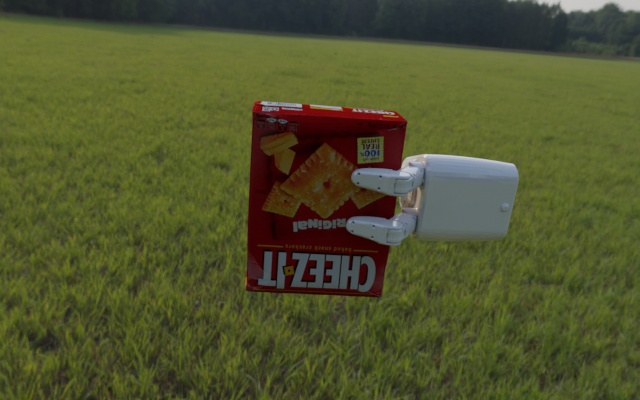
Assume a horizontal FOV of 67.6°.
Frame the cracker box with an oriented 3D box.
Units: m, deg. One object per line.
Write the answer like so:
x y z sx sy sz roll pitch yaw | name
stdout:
0.000 0.002 0.547 0.164 0.214 0.072 4 19 -4 | cracker box
